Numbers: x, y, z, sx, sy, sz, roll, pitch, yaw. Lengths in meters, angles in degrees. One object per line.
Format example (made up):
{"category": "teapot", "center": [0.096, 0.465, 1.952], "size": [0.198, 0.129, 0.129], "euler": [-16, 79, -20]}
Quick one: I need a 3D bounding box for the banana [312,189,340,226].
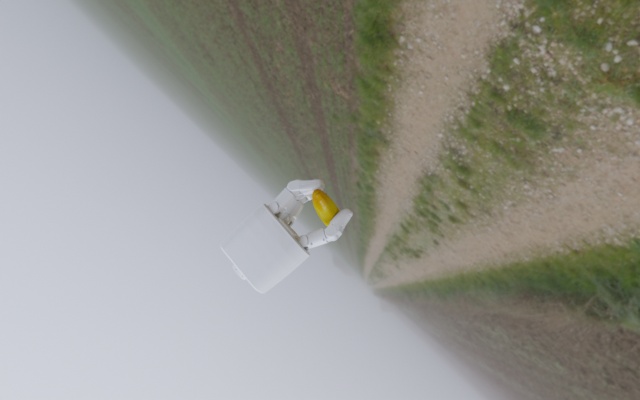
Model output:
{"category": "banana", "center": [0.012, 0.018, 0.855], "size": [0.037, 0.069, 0.198], "euler": [-37, -3, 1]}
